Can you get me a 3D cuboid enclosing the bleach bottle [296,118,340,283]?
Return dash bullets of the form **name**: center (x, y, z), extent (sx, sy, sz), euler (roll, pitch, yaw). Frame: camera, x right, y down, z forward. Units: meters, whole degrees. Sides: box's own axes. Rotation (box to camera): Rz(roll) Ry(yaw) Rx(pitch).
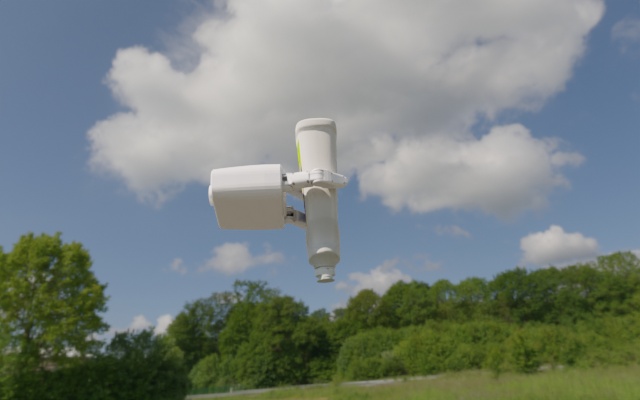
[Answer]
- **bleach bottle**: center (0.000, 0.002, 0.761), extent (0.068, 0.250, 0.103), euler (-3, -21, -2)
